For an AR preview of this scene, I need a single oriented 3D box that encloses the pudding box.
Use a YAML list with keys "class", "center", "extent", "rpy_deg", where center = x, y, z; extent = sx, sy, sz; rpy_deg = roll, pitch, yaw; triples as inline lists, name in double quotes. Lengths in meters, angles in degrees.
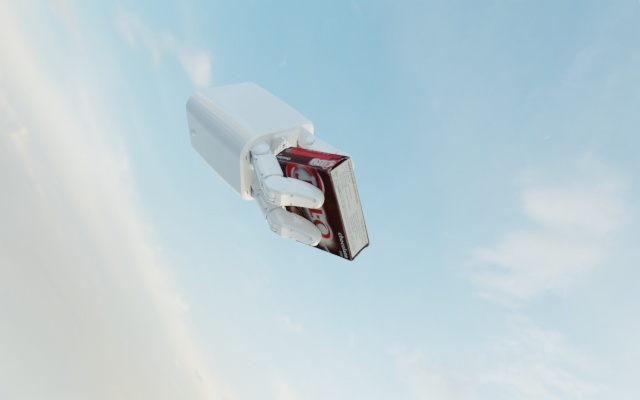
- class: "pudding box"
  center: [0.000, 0.002, 0.515]
  extent: [0.090, 0.113, 0.039]
  rpy_deg: [16, 44, 44]
